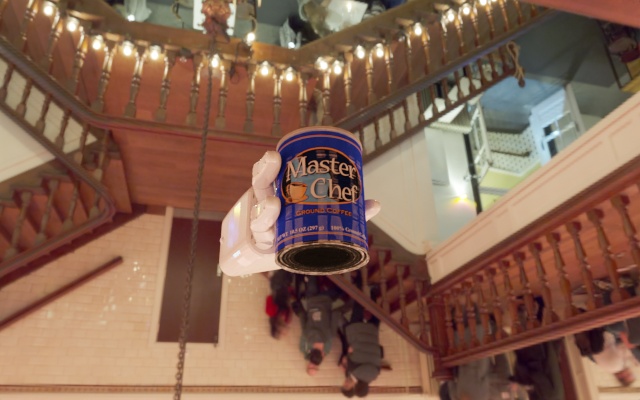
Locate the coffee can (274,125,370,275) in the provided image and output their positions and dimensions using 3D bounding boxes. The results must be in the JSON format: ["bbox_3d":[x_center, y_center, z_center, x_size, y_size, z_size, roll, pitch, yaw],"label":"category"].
[{"bbox_3d":[0.000,0.002,0.542,0.103,0.140,0.103,-1,-26,-1],"label":"coffee can"}]
